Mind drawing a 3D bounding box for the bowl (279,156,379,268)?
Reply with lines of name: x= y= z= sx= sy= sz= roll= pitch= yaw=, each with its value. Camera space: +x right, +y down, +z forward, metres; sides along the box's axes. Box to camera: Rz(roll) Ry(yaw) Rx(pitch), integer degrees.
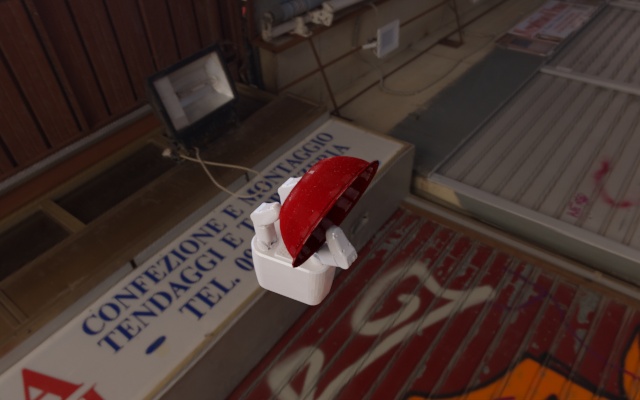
bowl: x=0.000 y=0.001 z=0.572 sx=0.055 sy=0.162 sz=0.162 roll=39 pitch=8 yaw=10
